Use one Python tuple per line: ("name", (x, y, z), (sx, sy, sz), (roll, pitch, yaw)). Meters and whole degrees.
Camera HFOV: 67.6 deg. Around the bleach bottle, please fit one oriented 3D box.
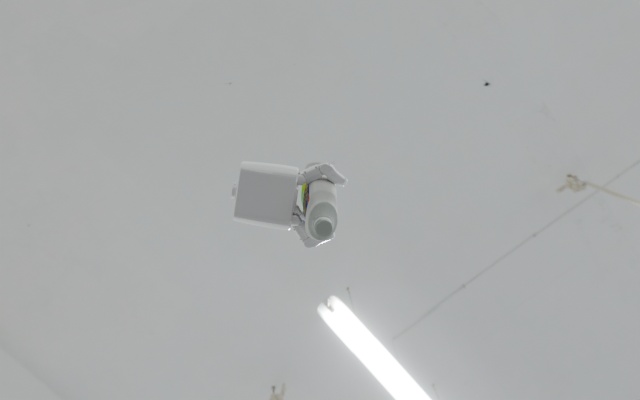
("bleach bottle", (0.000, 0.003, 0.879), (0.068, 0.102, 0.250), (8, 15, -6))
